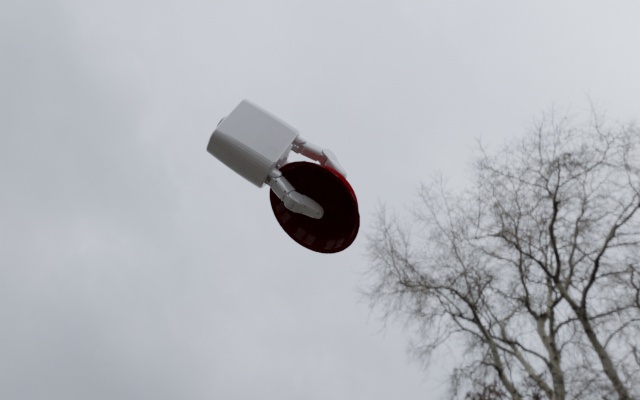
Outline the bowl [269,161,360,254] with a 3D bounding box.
[{"bbox_3d":[0.001,0.003,0.755,0.162,0.162,0.055,0,27,34],"label":"bowl"}]
